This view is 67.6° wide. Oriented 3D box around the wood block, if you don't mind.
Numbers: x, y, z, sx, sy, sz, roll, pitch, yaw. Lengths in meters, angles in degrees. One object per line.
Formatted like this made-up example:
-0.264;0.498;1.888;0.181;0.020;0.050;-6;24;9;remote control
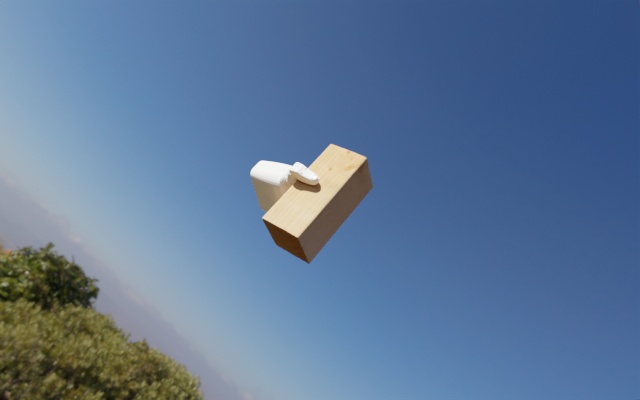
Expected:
0.000;0.003;0.898;0.090;0.206;0.091;26;-27;32;wood block
